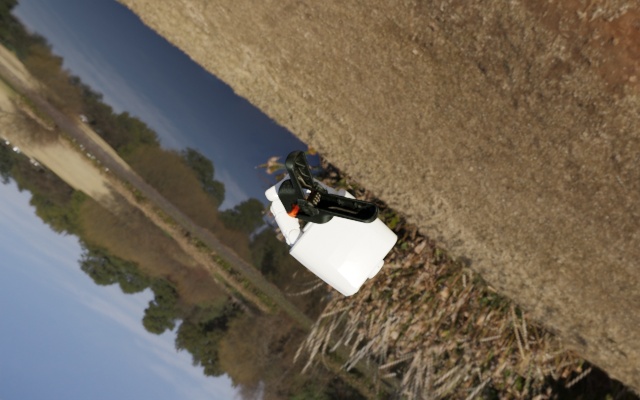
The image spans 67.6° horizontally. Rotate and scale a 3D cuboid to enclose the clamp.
[{"bbox_3d":[0.000,0.002,0.586,0.120,0.039,0.171,38,-17,-1],"label":"clamp"}]
